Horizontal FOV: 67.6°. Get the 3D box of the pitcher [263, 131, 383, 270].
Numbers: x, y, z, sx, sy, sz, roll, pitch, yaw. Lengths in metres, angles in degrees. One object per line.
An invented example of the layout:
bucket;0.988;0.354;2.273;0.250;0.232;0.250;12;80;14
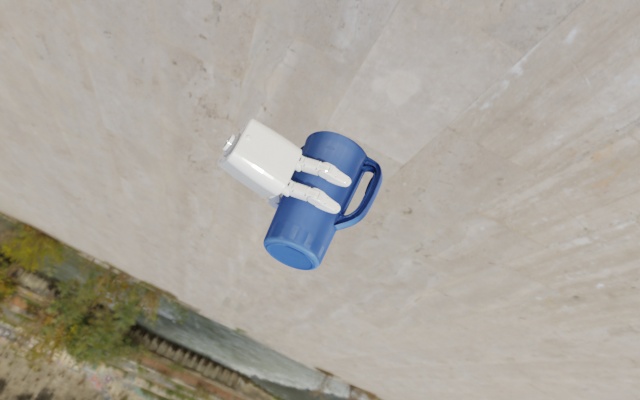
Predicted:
pitcher;0.000;0.003;0.878;0.145;0.242;0.149;34;-29;-18
